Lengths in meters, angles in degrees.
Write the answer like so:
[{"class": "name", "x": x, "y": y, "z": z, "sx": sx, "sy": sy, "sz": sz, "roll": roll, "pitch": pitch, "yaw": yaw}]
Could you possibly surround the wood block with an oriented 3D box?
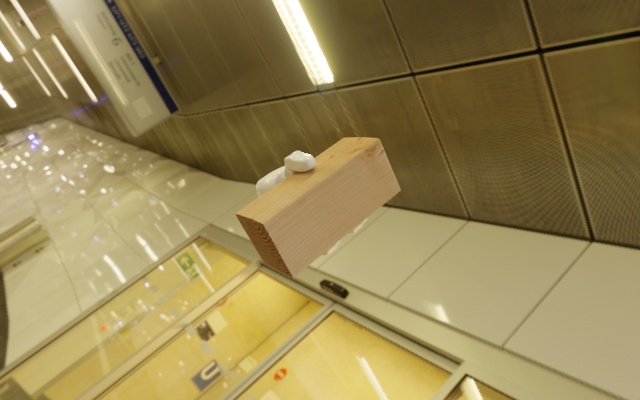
[{"class": "wood block", "x": 0.000, "y": 0.002, "z": 0.668, "sx": 0.206, "sy": 0.091, "sz": 0.090, "roll": -37, "pitch": 25, "yaw": -23}]
